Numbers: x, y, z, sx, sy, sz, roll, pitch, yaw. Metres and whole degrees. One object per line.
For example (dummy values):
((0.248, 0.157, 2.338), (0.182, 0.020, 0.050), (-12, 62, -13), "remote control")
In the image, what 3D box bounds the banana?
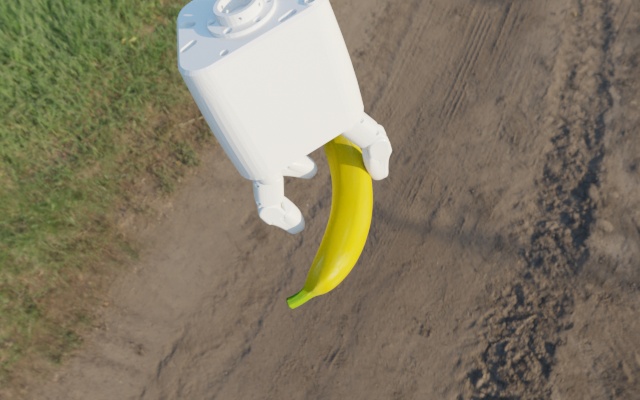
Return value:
((0.016, 0.004, 0.448), (0.069, 0.197, 0.037), (-2, -33, 24), "banana")
